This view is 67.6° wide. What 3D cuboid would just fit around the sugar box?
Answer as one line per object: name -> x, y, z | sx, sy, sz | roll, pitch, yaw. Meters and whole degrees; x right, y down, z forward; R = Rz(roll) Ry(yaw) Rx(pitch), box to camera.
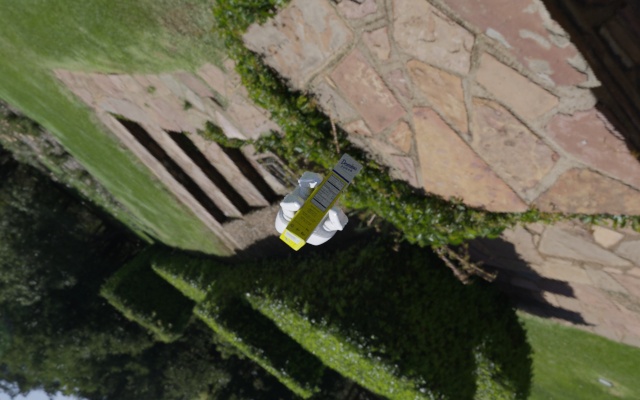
sugar box -> 0.000, 0.003, 0.853 | 0.048, 0.176, 0.093 | 36, -18, -1
